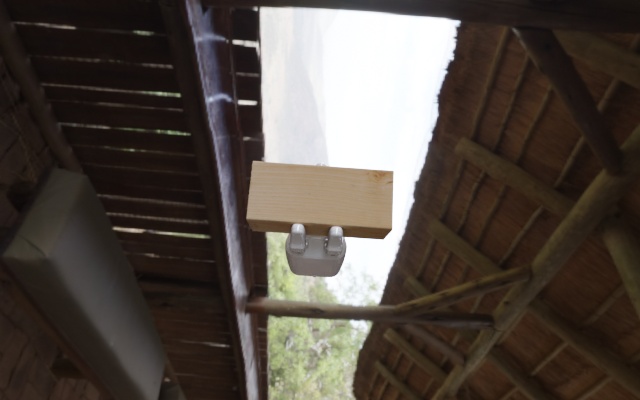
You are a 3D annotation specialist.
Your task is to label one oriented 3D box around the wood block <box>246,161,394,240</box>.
[{"bbox_3d":[0.000,0.002,0.720,0.206,0.090,0.090,4,-15,0],"label":"wood block"}]
